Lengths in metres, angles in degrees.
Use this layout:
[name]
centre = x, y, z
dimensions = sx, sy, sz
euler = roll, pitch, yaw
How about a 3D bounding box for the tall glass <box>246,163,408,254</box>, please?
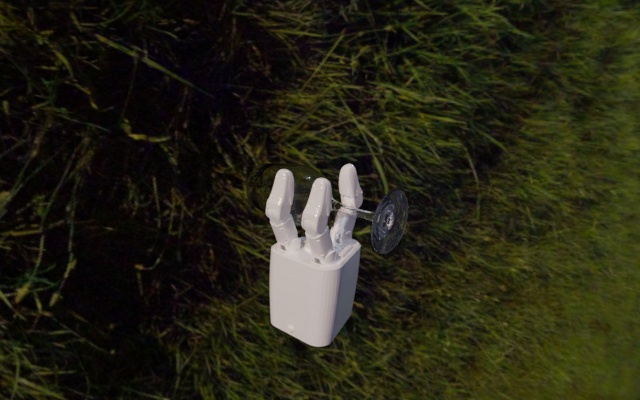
[tall glass]
centre = 0.001, 0.002, 0.581
dimensions = 0.201, 0.079, 0.079
euler = 16, 10, 36
